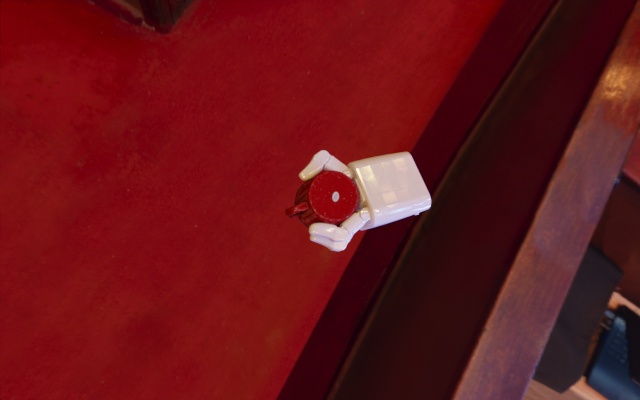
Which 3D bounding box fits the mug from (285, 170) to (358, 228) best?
[{"bbox_3d":[-0.001,0.003,0.755,0.117,0.093,0.081,-15,-6,-16],"label":"mug"}]
